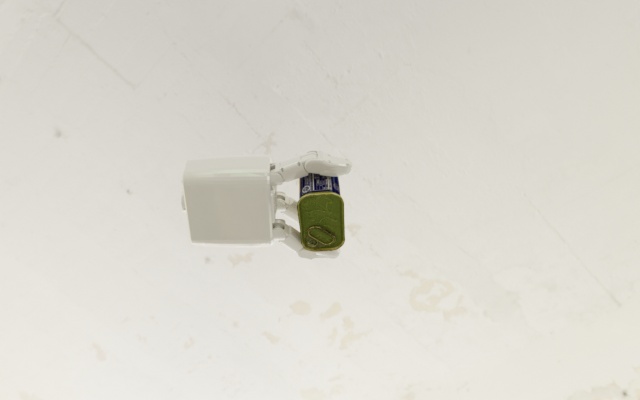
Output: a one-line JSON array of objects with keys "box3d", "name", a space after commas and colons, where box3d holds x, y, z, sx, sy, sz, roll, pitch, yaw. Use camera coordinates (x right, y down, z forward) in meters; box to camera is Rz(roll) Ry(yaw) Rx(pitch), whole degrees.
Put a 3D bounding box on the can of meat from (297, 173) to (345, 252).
[{"box3d": [0.000, 0.002, 0.625, 0.057, 0.102, 0.083, -4, 43, 0], "name": "can of meat"}]
